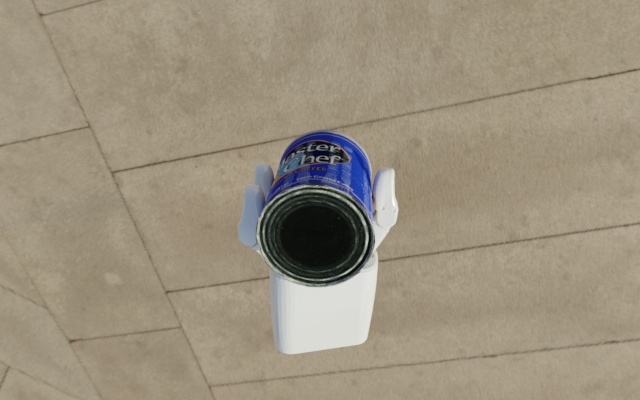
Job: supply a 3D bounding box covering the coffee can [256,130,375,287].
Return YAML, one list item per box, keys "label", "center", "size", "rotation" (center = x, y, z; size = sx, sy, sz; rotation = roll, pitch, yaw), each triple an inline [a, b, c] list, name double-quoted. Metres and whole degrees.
- label: "coffee can"
  center: [0.000, 0.001, 0.467]
  size: [0.103, 0.103, 0.140]
  rotation: [0, 27, 5]
